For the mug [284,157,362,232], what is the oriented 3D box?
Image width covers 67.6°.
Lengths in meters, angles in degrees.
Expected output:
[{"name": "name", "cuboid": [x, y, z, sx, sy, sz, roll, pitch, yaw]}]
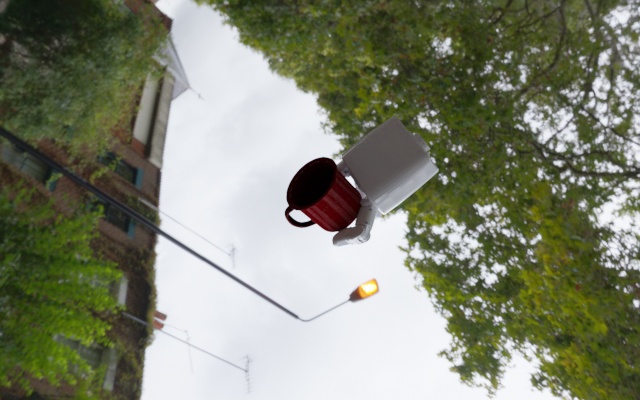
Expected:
[{"name": "mug", "cuboid": [-0.001, 0.003, 0.719, 0.117, 0.093, 0.081, -38, -51, 13]}]
